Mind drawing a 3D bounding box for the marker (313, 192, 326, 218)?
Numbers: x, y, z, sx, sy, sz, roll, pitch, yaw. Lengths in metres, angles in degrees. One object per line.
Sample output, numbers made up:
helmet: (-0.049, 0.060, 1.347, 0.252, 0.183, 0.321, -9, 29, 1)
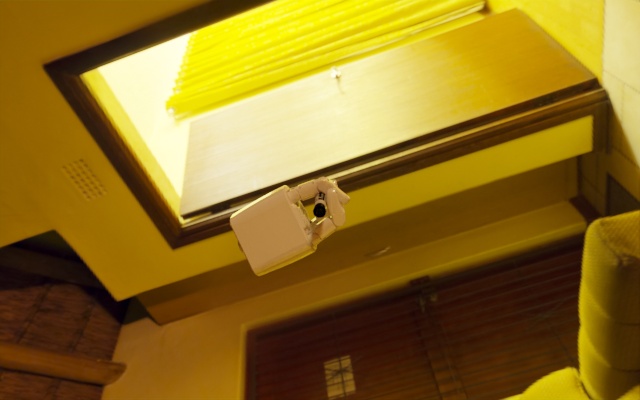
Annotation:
marker: (0.000, 0.002, 0.737, 0.020, 0.020, 0.121, 0, 15, 2)
